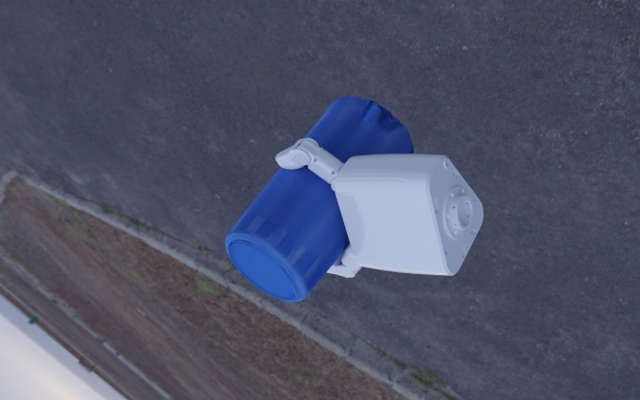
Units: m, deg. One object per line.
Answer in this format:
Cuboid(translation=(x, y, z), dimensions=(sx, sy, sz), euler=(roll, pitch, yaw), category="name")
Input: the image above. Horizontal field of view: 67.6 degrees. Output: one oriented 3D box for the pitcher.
Cuboid(translation=(0.000, 0.002, 0.574), dimensions=(0.145, 0.149, 0.242), euler=(2, 43, 44), category="pitcher")
